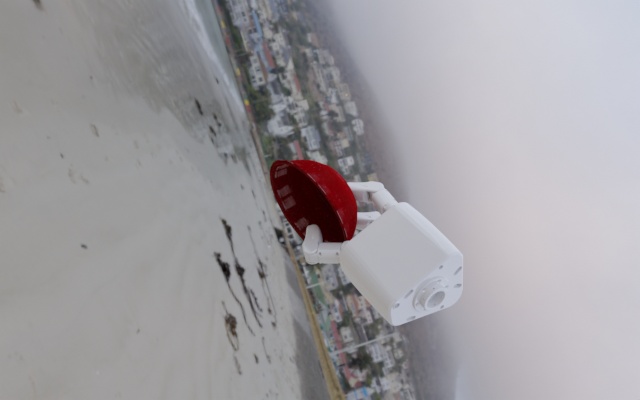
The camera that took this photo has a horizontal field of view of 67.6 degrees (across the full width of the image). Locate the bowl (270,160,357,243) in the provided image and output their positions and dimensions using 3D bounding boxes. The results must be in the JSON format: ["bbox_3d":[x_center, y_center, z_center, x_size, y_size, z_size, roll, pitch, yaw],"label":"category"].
[{"bbox_3d":[0.000,0.001,0.662,0.055,0.162,0.162,-36,17,-25],"label":"bowl"}]
